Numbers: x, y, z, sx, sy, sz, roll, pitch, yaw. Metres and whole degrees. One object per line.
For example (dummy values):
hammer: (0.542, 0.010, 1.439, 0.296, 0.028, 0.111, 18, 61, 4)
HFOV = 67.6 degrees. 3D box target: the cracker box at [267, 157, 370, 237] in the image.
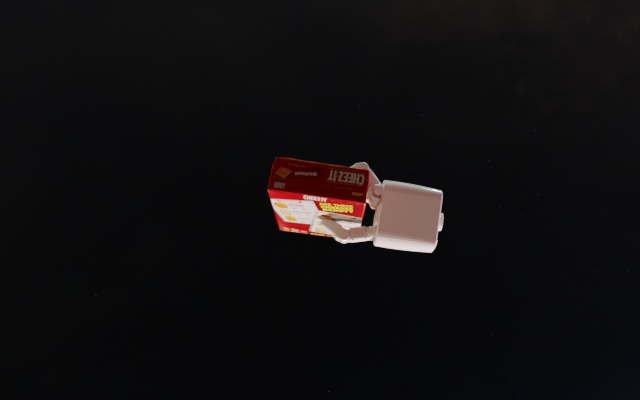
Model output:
cracker box: (0.000, 0.003, 0.878, 0.164, 0.072, 0.214, 8, -21, 4)
